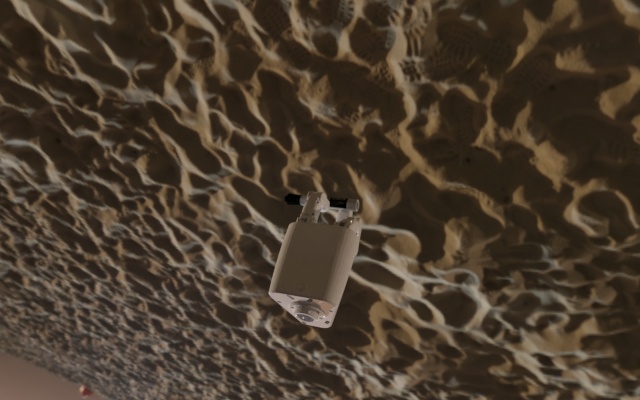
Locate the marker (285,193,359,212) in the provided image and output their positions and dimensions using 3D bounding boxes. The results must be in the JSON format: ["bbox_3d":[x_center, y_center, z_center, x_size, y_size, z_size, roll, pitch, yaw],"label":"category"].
[{"bbox_3d":[0.000,0.002,0.748,0.121,0.020,0.020,5,2,19],"label":"marker"}]
